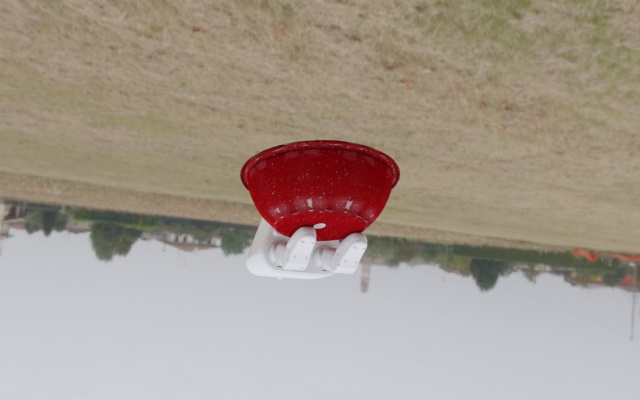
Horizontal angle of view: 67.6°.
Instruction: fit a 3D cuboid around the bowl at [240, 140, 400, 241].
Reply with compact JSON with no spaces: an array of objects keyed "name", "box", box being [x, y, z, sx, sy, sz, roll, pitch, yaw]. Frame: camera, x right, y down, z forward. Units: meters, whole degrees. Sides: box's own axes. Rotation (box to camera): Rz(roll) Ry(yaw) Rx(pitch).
[{"name":"bowl","box":[0.000,0.001,0.475,0.162,0.055,0.162,-1,-22,0]}]
